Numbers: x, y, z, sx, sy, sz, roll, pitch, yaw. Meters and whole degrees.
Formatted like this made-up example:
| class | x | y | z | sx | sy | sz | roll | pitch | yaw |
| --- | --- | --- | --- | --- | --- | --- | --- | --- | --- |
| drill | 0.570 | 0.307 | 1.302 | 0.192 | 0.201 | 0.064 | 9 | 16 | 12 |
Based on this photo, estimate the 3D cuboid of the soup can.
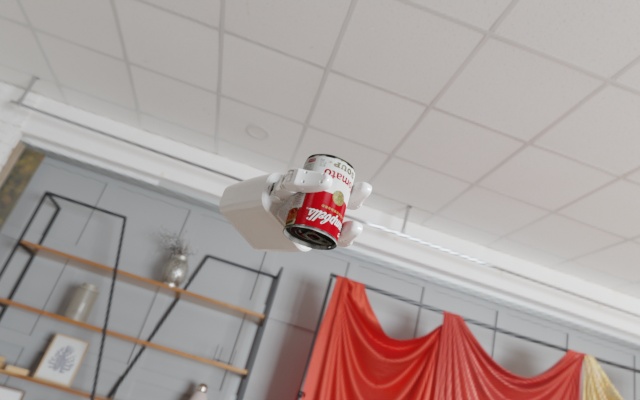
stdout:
| class | x | y | z | sx | sy | sz | roll | pitch | yaw |
| --- | --- | --- | --- | --- | --- | --- | --- | --- | --- |
| soup can | 0.000 | 0.002 | 0.593 | 0.068 | 0.102 | 0.068 | 14 | -24 | 6 |
